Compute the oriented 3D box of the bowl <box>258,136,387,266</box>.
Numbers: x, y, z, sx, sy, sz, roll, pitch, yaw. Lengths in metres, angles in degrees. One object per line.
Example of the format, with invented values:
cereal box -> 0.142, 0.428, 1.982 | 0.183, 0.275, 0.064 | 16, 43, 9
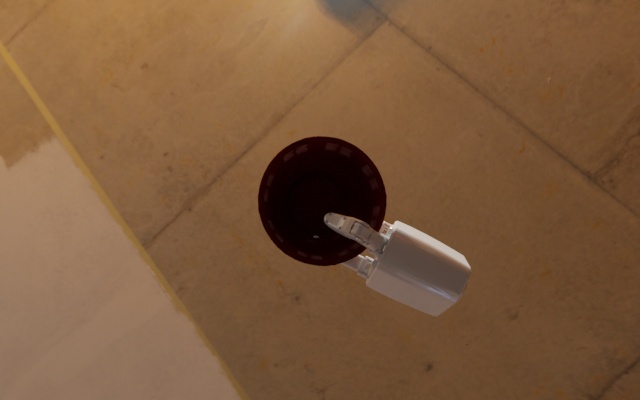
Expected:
bowl -> -0.001, 0.001, 0.615 | 0.162, 0.162, 0.055 | 0, -5, -8
